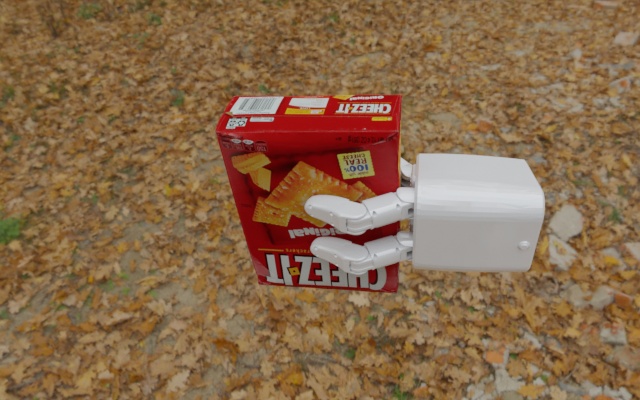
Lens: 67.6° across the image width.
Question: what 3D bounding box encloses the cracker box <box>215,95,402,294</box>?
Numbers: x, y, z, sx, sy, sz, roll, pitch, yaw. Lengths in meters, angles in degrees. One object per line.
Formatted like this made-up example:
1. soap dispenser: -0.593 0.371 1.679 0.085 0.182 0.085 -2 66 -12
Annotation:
1. cracker box: 0.000 0.001 0.489 0.164 0.214 0.072 2 41 11
